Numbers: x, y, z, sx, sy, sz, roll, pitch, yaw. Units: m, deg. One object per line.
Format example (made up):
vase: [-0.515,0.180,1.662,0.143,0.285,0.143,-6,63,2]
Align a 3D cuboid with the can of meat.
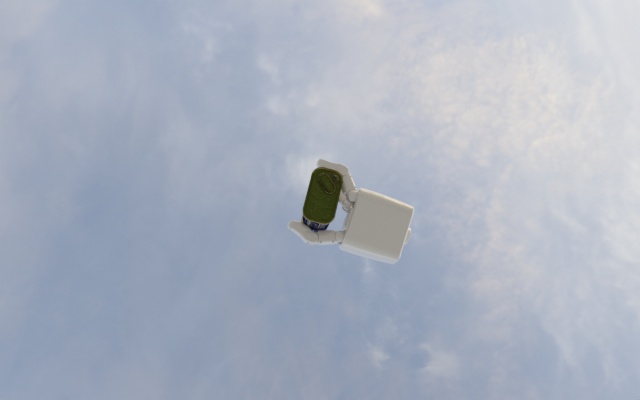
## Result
can of meat: [0.000,0.003,0.863,0.057,0.102,0.084,14,-19,-2]
